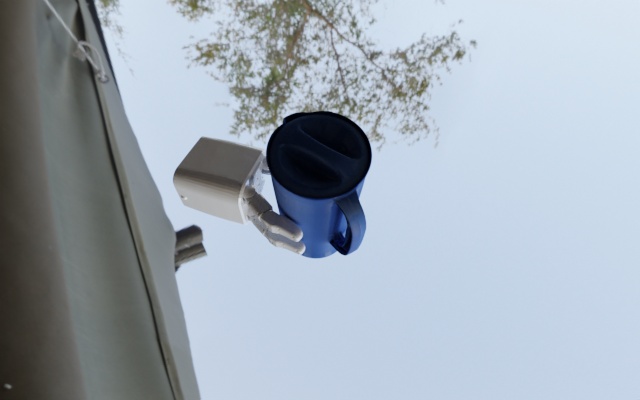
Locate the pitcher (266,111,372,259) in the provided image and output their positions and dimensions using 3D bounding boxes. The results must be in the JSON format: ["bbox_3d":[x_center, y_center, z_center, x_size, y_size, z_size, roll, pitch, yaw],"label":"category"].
[{"bbox_3d":[0.000,0.002,0.691,0.145,0.149,0.243,13,-28,6],"label":"pitcher"}]
